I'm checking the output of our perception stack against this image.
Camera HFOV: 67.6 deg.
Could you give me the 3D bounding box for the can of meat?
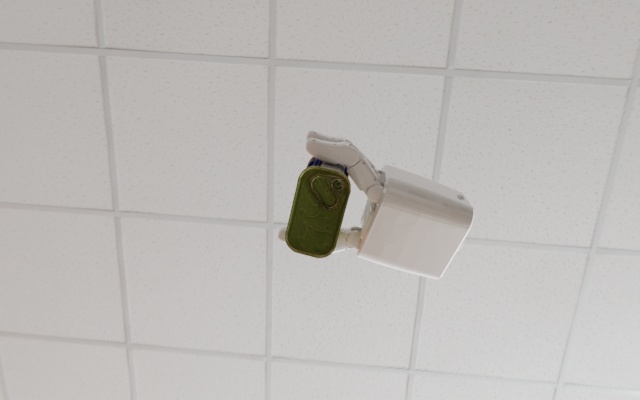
[{"bbox_3d":[0.000,0.002,0.551,0.057,0.102,0.084,14,18,1],"label":"can of meat"}]
